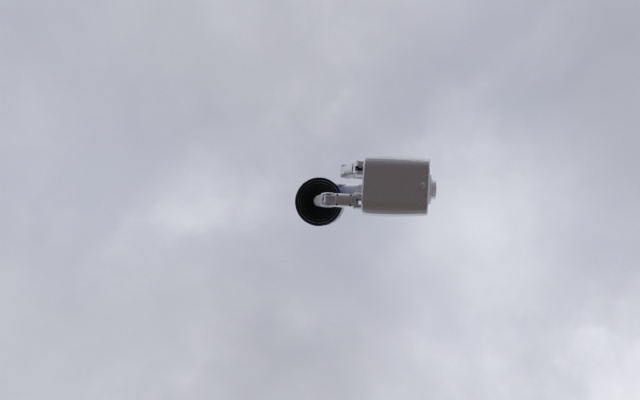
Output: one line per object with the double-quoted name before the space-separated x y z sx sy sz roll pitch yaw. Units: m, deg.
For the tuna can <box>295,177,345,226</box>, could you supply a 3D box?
"tuna can" 0.000 0.003 0.847 0.086 0.086 0.034 0 -3 12
